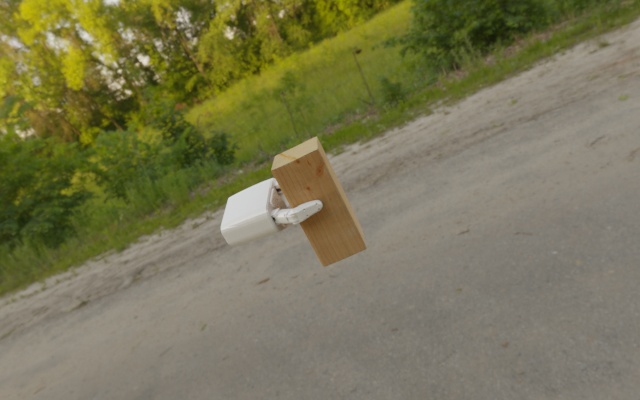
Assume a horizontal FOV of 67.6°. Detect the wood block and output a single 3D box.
[{"bbox_3d":[0.000,0.003,0.868,0.090,0.206,0.090,-24,20,9],"label":"wood block"}]
